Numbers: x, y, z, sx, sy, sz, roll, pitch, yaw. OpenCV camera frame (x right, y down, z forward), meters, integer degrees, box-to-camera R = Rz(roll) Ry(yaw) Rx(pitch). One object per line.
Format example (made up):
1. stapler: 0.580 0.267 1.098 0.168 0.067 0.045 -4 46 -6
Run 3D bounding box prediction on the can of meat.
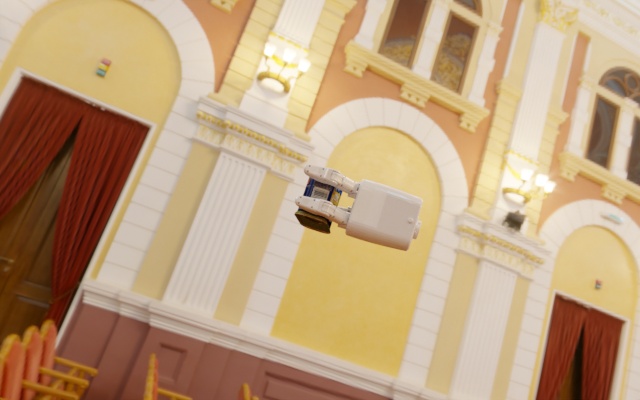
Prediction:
1. can of meat: 0.000 0.002 0.821 0.057 0.084 0.102 17 -14 11
